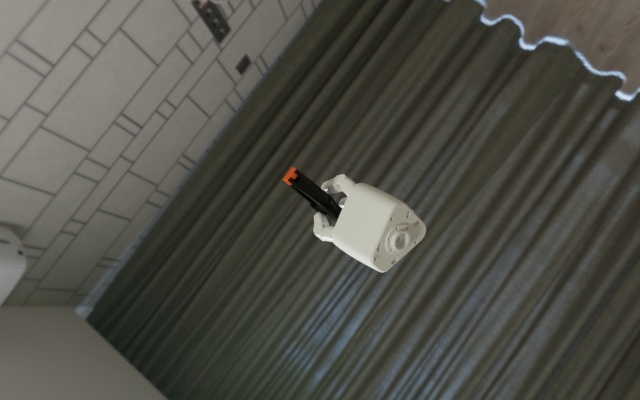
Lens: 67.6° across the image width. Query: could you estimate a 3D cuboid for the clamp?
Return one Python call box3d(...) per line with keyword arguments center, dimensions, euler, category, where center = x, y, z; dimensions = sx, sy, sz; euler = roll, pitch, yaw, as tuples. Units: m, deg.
box3d(center=(-0.001, 0.003, 0.885), dimensions=(0.210, 0.036, 0.164), euler=(40, -7, -35), category="clamp")
